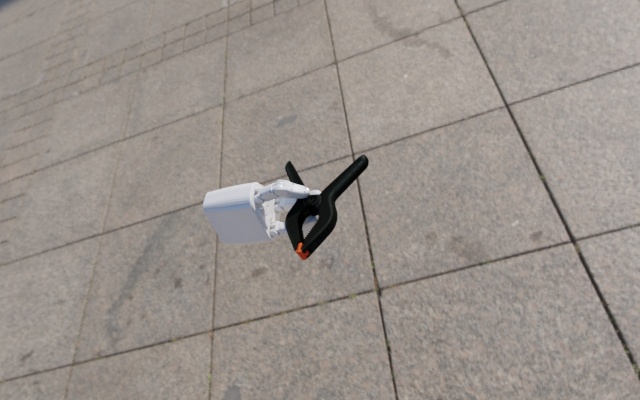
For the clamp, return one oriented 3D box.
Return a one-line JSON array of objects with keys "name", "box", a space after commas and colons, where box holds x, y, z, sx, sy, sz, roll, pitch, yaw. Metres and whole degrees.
[{"name": "clamp", "box": [0.000, 0.003, 0.826, 0.164, 0.209, 0.036, -9, -38, 22]}]
